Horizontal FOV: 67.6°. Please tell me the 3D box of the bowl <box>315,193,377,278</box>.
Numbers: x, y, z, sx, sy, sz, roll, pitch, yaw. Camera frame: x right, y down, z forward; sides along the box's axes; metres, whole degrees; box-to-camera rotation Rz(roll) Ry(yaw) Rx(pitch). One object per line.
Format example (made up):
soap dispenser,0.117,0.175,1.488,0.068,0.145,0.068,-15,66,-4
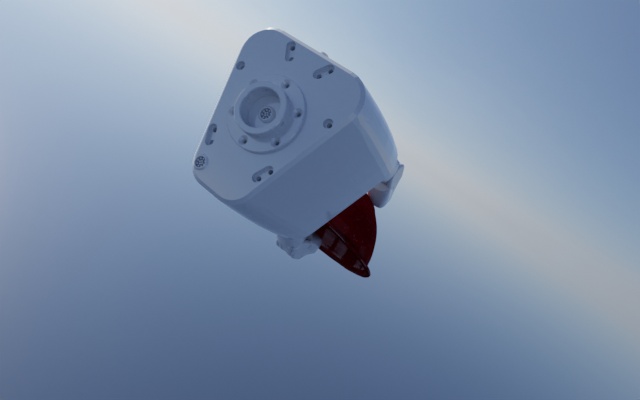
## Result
bowl,0.000,0.001,0.461,0.162,0.055,0.162,39,-12,10
